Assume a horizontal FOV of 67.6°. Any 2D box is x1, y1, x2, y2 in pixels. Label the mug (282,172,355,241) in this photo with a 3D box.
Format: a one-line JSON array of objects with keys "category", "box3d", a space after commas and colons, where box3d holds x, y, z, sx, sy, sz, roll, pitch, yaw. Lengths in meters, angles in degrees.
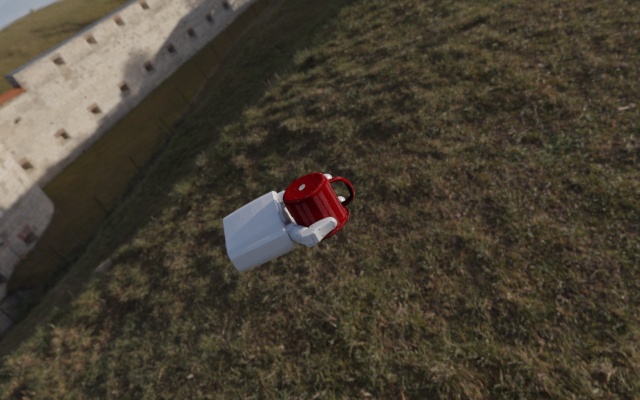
[{"category": "mug", "box3d": [0.001, 0.002, 0.789, 0.117, 0.081, 0.093, -28, 28, 5]}]
